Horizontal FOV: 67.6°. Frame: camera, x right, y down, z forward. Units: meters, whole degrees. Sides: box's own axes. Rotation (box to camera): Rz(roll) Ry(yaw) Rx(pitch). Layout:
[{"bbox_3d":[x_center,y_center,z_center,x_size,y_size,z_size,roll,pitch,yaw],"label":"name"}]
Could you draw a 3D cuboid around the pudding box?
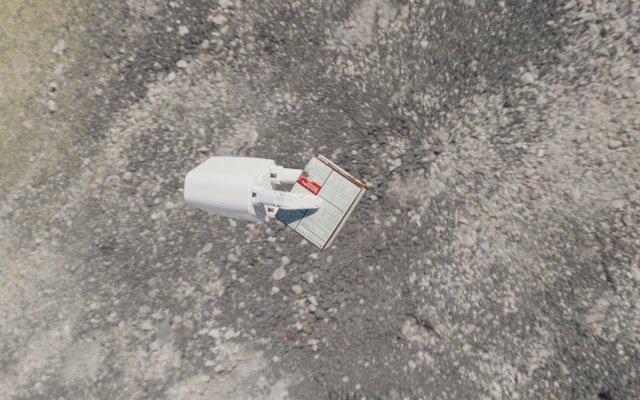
[{"bbox_3d":[0.000,0.002,0.691,0.090,0.113,0.039,35,13,9],"label":"pudding box"}]
